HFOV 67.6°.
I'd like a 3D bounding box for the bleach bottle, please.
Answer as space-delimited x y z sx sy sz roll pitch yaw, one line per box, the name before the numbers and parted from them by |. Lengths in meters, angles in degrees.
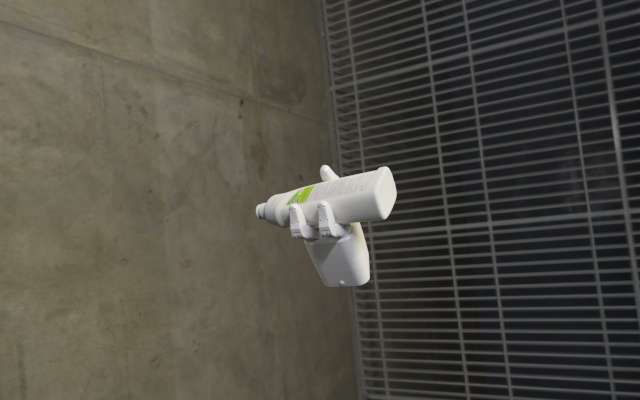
bleach bottle | 0.000 0.003 0.847 0.251 0.068 0.102 -7 28 27
